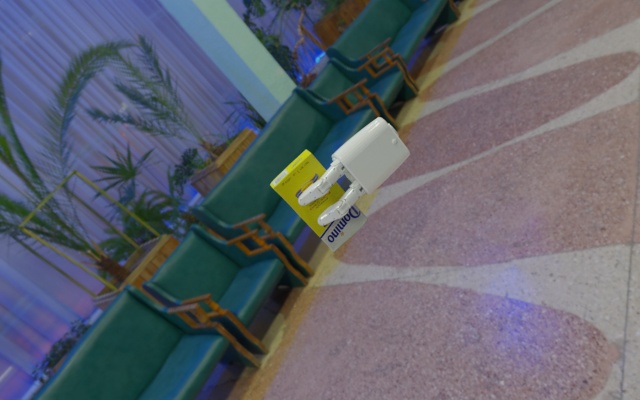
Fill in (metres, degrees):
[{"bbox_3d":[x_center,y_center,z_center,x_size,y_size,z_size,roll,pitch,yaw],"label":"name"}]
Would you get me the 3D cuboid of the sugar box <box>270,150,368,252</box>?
[{"bbox_3d":[0.000,0.003,0.878,0.093,0.176,0.048,-43,20,0],"label":"sugar box"}]
